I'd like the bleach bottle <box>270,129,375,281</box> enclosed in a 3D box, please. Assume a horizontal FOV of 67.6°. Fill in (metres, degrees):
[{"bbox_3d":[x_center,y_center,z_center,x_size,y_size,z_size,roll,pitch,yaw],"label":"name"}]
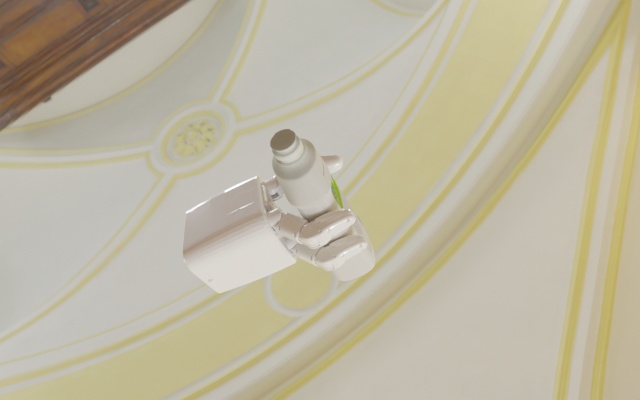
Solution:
[{"bbox_3d":[0.000,0.002,0.575,0.068,0.102,0.251,-24,-39,5],"label":"bleach bottle"}]
